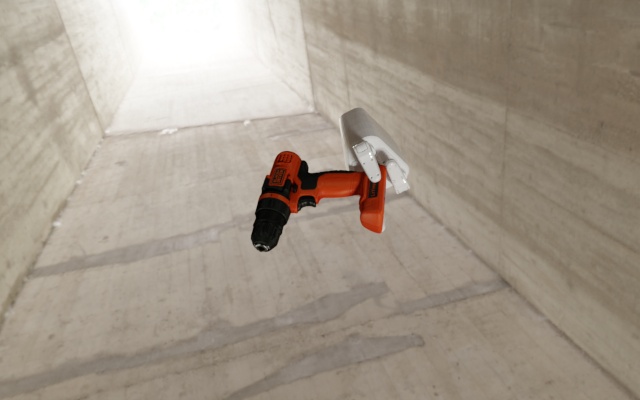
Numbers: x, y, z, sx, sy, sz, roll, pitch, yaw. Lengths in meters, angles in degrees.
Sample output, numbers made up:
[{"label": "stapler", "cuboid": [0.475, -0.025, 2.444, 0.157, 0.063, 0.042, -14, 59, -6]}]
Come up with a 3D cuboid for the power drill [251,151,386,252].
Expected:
[{"label": "power drill", "cuboid": [0.001, 0.002, 0.705, 0.187, 0.184, 0.057, 5, -38, 10]}]
